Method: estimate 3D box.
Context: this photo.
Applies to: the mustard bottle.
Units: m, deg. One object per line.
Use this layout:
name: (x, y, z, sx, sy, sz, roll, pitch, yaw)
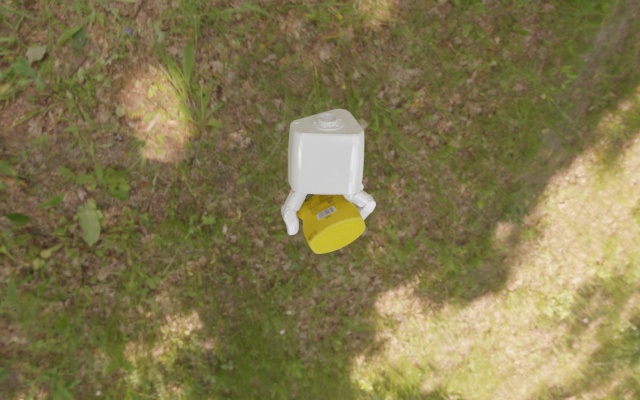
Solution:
mustard bottle: (0.000, 0.003, 0.826, 0.096, 0.058, 0.191, -28, 40, 1)
